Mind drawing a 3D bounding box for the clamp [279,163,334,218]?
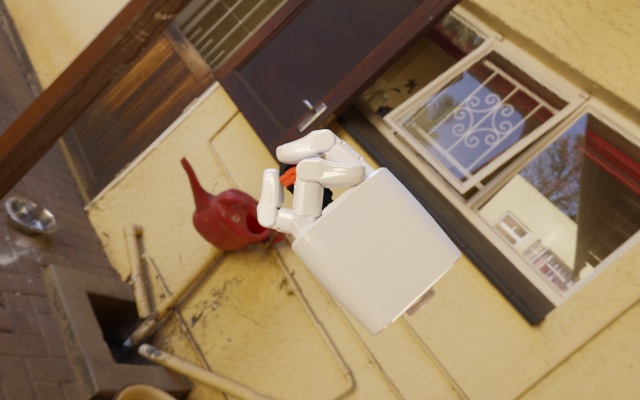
[{"bbox_3d":[0.000,0.001,0.535,0.039,0.120,0.171,-43,-11,6],"label":"clamp"}]
